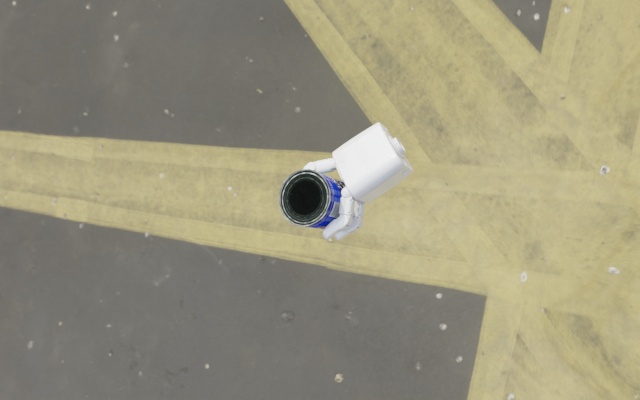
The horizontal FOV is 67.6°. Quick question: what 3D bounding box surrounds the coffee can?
[{"bbox_3d":[0.000,0.003,0.898,0.103,0.103,0.140,0,-6,25],"label":"coffee can"}]
